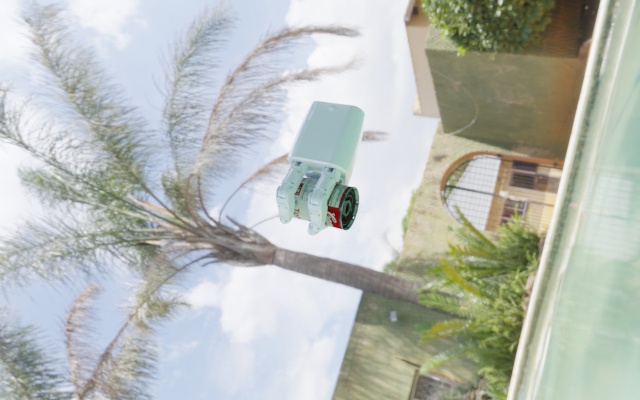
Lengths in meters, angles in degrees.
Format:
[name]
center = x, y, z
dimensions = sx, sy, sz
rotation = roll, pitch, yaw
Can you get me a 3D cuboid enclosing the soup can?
[soup can]
center = 0.000, 0.003, 0.736
dimensions = 0.102, 0.068, 0.068
rotation = 13, 5, 24
